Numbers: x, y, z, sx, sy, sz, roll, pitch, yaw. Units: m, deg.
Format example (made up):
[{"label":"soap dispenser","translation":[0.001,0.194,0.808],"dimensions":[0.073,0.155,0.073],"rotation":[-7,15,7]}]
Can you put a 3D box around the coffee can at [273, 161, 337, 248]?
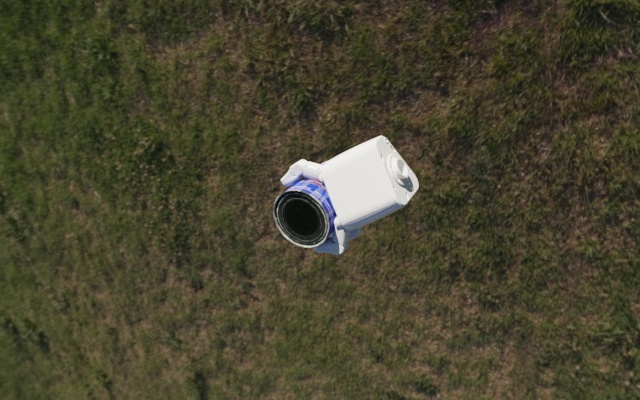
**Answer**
[{"label":"coffee can","translation":[0.000,0.003,0.810],"dimensions":[0.103,0.103,0.140],"rotation":[0,24,30]}]
